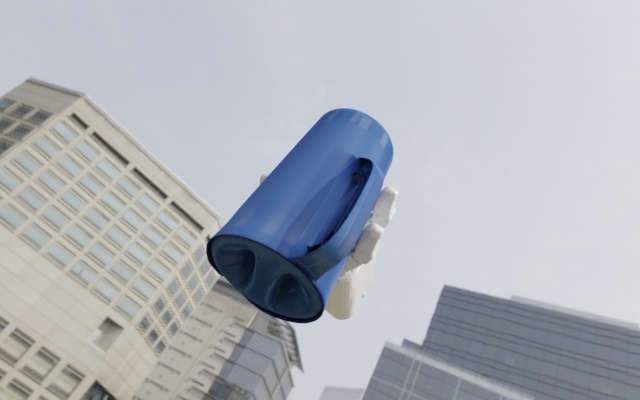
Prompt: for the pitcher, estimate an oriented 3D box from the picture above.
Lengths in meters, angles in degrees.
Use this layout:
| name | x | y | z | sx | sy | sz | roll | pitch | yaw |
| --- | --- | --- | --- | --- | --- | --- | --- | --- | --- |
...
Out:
| name | x | y | z | sx | sy | sz | roll | pitch | yaw |
| --- | --- | --- | --- | --- | --- | --- | --- | --- | --- |
| pitcher | 0.000 | 0.002 | 0.531 | 0.149 | 0.242 | 0.145 | 19 | -39 | 19 |
